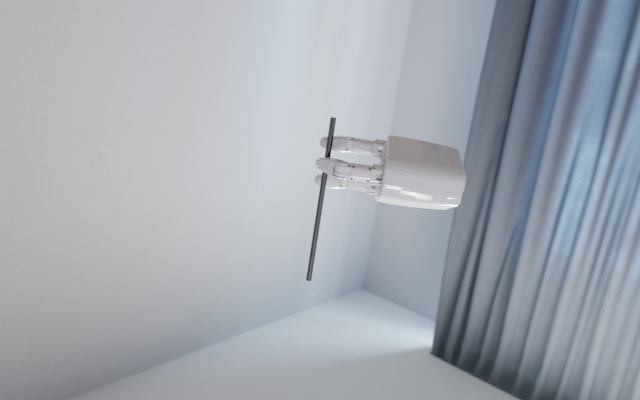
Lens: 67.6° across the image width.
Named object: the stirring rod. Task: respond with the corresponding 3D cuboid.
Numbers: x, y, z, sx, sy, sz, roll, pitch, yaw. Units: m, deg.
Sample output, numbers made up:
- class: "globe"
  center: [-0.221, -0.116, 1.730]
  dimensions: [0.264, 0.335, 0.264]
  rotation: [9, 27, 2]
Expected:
- class: "stirring rod"
  center: [0.000, 0.002, 0.681]
  dimensions: [0.011, 0.239, 0.011]
  rotation: [8, 13, -2]
